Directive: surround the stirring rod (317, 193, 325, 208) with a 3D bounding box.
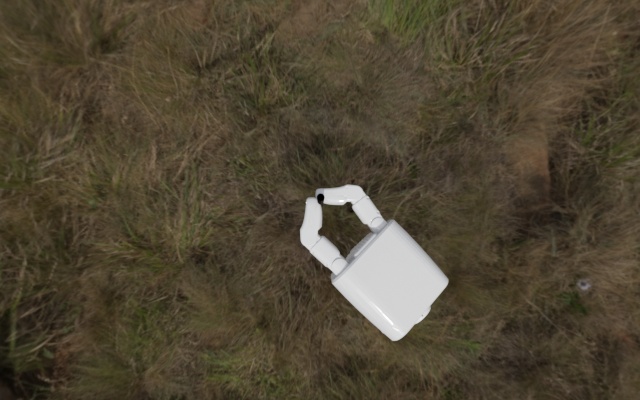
[{"bbox_3d":[0.000,0.002,0.600,0.011,0.011,0.239,0,-2,0],"label":"stirring rod"}]
